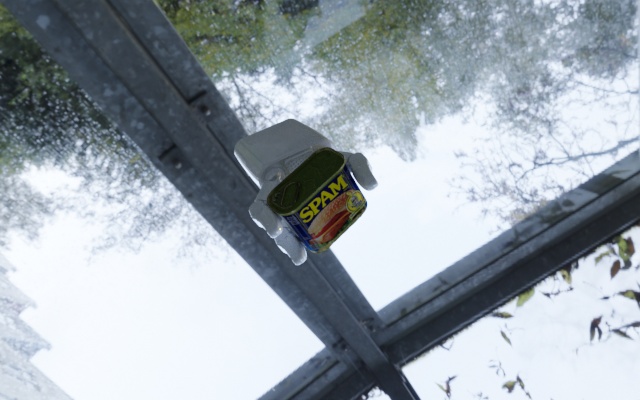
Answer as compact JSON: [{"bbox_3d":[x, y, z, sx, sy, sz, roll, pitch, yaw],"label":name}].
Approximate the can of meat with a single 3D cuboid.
[{"bbox_3d":[0.000,0.002,0.576,0.057,0.102,0.084,36,-15,49],"label":"can of meat"}]
